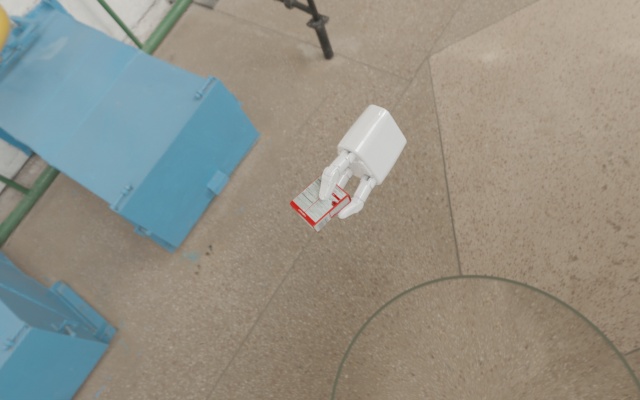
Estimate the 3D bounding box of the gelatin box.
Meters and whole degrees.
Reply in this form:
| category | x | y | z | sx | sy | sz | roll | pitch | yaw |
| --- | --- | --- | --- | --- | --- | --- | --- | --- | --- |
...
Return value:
| category | x | y | z | sx | sy | sz | roll | pitch | yaw |
| --- | --- | --- | --- | --- | --- | --- | --- | --- | --- |
| gelatin box | 0.000 | 0.003 | 0.876 | 0.073 | 0.089 | 0.030 | 43 | -11 | 31 |
